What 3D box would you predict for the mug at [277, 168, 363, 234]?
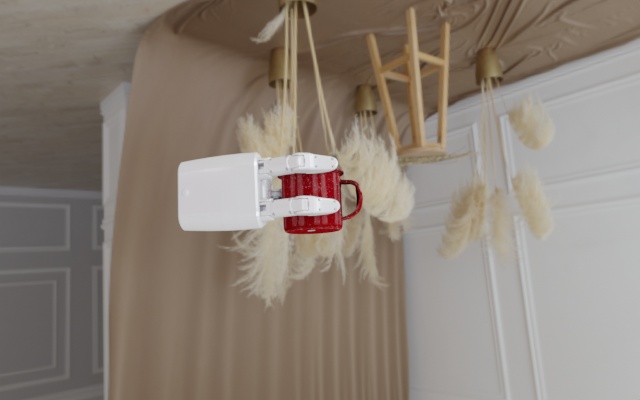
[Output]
[{"bbox_3d":[0.002,0.002,0.658,0.117,0.081,0.093,-4,-9,7],"label":"mug"}]
